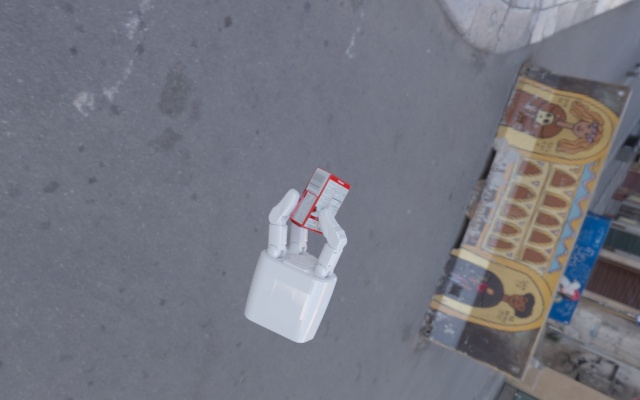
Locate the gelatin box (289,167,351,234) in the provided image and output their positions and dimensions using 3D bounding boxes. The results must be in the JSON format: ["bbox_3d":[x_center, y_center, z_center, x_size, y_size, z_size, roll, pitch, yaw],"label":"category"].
[{"bbox_3d":[0.001,0.002,0.706,0.030,0.089,0.073,30,3,30],"label":"gelatin box"}]
